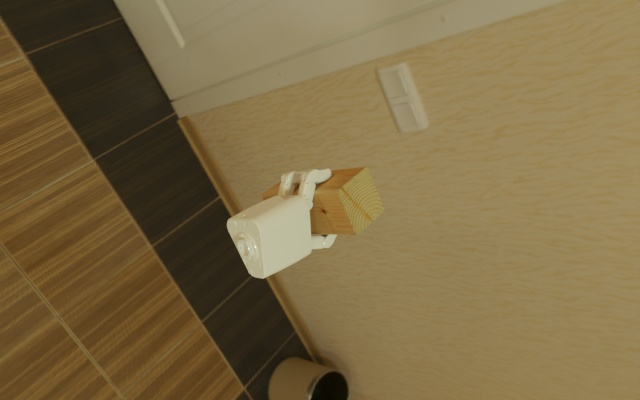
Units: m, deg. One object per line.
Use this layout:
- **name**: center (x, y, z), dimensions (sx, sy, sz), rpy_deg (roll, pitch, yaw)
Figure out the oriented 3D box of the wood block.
- **wood block**: center (0.000, 0.003, 0.881), dimensions (0.206, 0.091, 0.090), rpy_deg (-2, 29, 47)
